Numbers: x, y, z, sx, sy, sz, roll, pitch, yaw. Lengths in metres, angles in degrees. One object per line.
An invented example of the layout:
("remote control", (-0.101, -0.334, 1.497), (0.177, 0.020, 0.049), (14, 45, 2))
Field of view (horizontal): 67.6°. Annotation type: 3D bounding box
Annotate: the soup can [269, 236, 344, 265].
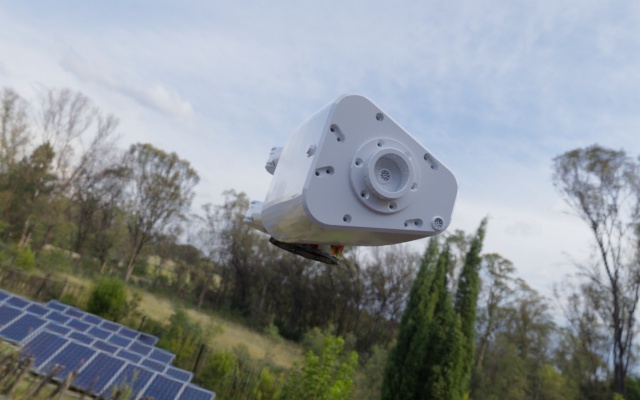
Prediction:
("soup can", (0.000, 0.001, 0.449), (0.068, 0.102, 0.068), (18, -13, 4))
